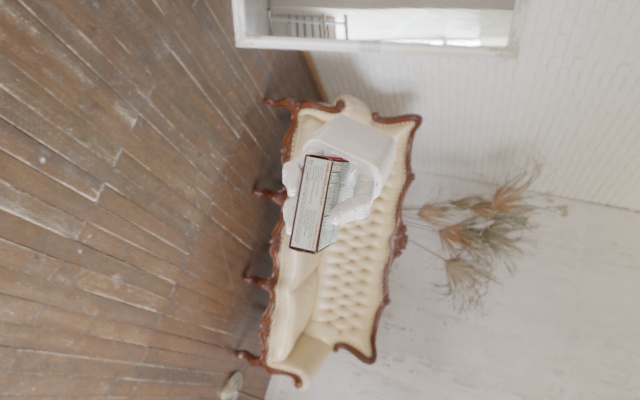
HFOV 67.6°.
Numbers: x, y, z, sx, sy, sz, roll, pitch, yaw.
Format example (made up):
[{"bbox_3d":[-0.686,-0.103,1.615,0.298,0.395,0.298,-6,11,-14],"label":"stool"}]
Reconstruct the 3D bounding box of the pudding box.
[{"bbox_3d":[0.000,0.002,0.576,0.039,0.113,0.090,10,6,16],"label":"pudding box"}]
